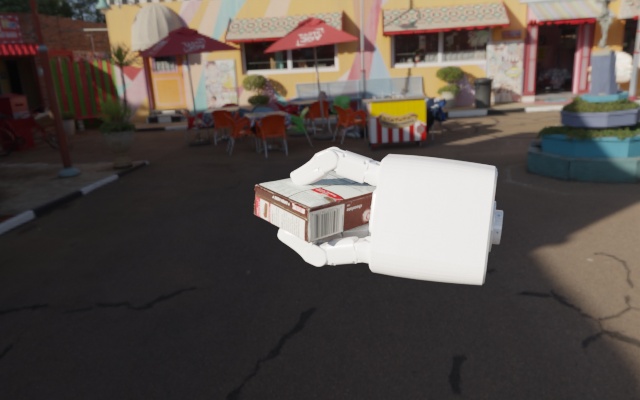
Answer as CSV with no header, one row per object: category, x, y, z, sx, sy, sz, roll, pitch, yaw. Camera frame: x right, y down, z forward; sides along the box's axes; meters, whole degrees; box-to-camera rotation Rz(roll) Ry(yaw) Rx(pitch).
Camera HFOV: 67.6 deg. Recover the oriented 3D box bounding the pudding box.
pudding box,0.000,0.002,0.509,0.113,0.039,0.090,-12,24,-41
